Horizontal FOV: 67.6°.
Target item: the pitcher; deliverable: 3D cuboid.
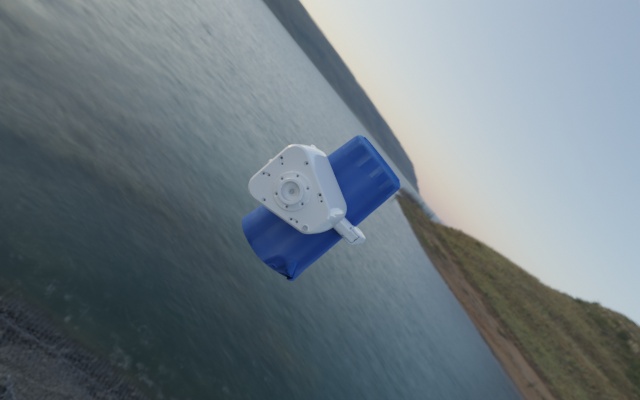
[{"bbox_3d":[0.000,0.003,0.775,0.243,0.149,0.145,-38,-8,11],"label":"pitcher"}]
